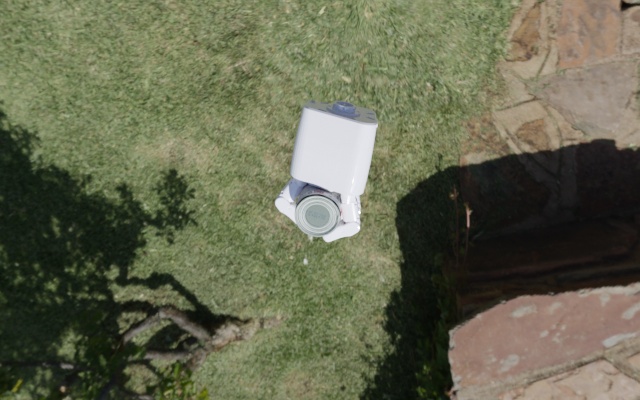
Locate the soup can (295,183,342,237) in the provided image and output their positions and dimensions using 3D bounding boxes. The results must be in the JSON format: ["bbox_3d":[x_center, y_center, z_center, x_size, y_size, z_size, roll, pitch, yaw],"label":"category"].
[{"bbox_3d":[0.000,0.003,0.718,0.068,0.068,0.102,0,24,5],"label":"soup can"}]
